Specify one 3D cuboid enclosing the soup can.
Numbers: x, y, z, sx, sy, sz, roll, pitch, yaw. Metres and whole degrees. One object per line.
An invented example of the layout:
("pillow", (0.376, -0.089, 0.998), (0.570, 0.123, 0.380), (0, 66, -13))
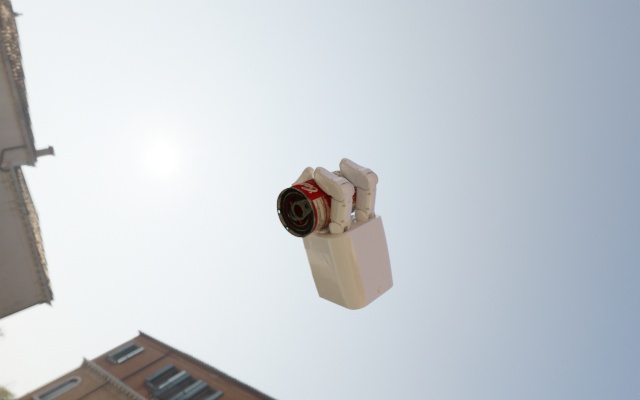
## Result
("soup can", (0.000, 0.002, 0.647), (0.068, 0.068, 0.102), (0, 16, 43))
